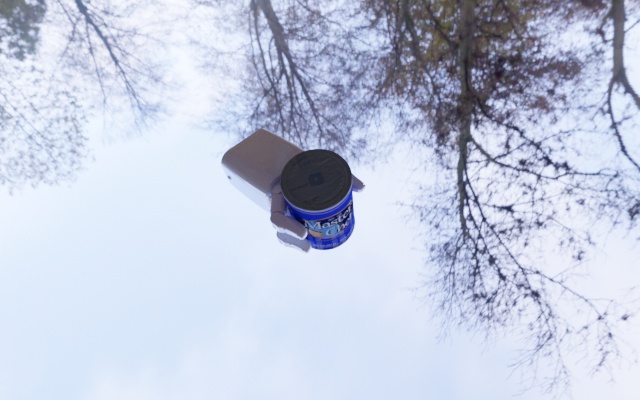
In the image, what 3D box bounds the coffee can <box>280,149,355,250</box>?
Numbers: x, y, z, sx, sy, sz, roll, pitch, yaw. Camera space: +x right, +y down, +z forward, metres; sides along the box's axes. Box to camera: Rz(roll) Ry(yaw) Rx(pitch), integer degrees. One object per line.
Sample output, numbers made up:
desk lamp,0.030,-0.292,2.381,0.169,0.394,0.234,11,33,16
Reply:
coffee can,0.000,0.002,0.732,0.103,0.102,0.140,0,-29,6
